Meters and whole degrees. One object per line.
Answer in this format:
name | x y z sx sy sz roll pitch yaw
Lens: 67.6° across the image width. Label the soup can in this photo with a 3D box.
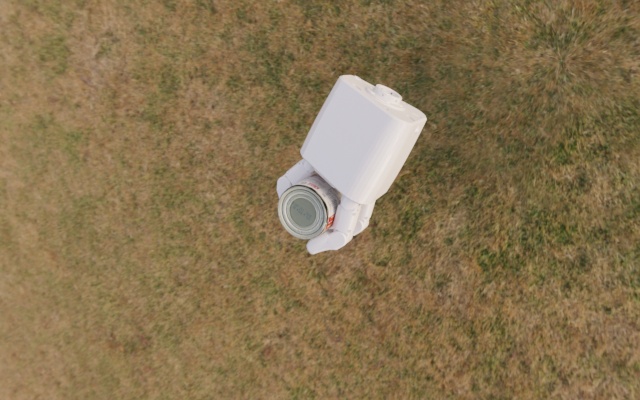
soup can | 0.000 0.002 0.597 0.068 0.068 0.102 0 15 27
